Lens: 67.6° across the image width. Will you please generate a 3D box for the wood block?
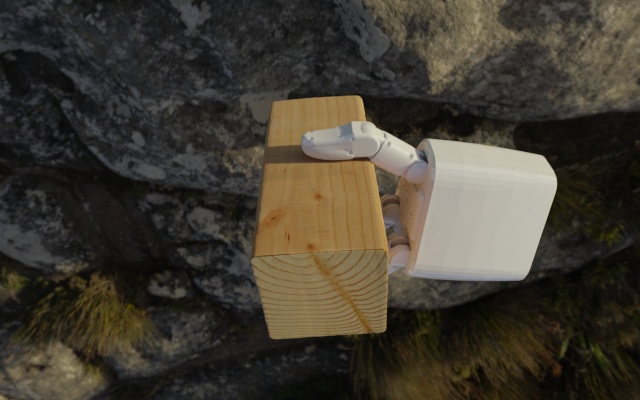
[{"bbox_3d":[0.000,0.001,0.406,0.090,0.091,0.206,-4,40,2],"label":"wood block"}]
